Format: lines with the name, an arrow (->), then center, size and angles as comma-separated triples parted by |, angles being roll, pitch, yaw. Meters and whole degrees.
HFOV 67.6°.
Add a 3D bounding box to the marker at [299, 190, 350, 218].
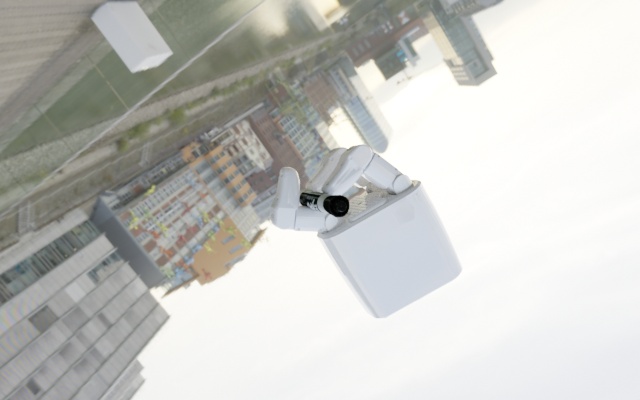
marker -> 0.000, 0.001, 0.446 | 0.020, 0.020, 0.121 | 0, 3, -17
